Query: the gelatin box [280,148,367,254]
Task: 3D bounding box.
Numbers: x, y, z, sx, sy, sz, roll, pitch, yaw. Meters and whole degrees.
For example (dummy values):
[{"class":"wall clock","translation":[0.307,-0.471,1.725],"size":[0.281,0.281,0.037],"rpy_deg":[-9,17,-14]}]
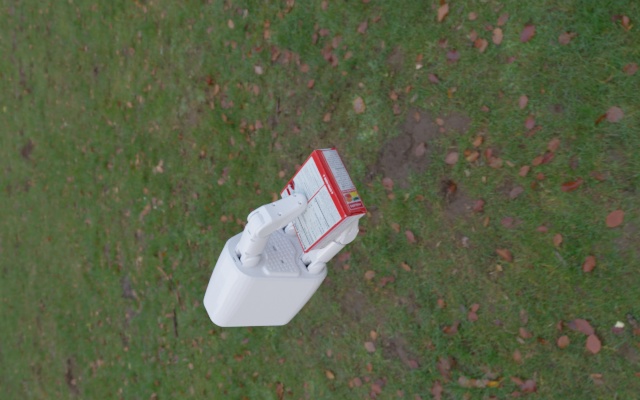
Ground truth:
[{"class":"gelatin box","translation":[0.000,0.001,0.478],"size":[0.030,0.073,0.089],"rpy_deg":[-11,-22,-35]}]
